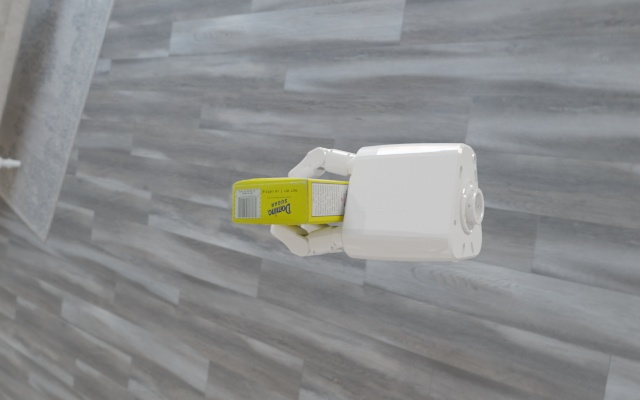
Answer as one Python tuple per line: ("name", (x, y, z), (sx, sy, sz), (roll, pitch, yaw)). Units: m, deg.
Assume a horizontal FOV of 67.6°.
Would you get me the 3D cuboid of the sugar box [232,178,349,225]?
("sugar box", (0.000, 0.002, 0.508), (0.093, 0.048, 0.176), (0, -3, 35))
